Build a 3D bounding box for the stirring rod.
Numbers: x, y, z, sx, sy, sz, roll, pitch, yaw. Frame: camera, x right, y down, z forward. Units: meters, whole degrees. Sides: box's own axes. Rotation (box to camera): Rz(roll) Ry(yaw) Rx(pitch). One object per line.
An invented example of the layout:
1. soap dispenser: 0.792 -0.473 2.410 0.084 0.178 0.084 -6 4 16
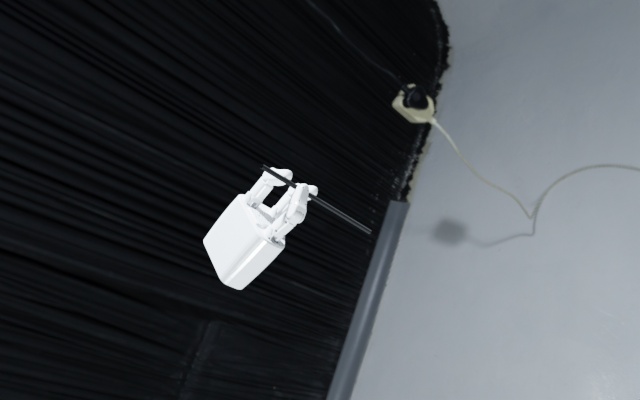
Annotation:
1. stirring rod: 0.000 0.003 0.756 0.240 0.011 0.011 31 -19 -34
